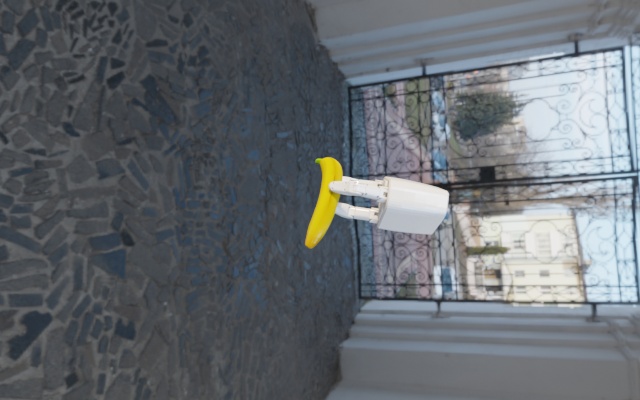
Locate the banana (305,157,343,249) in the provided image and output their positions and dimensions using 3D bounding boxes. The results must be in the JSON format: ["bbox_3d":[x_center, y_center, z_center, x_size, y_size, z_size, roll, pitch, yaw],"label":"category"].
[{"bbox_3d":[0.010,-0.008,0.863,0.037,0.197,0.070,23,-37,-20],"label":"banana"}]
